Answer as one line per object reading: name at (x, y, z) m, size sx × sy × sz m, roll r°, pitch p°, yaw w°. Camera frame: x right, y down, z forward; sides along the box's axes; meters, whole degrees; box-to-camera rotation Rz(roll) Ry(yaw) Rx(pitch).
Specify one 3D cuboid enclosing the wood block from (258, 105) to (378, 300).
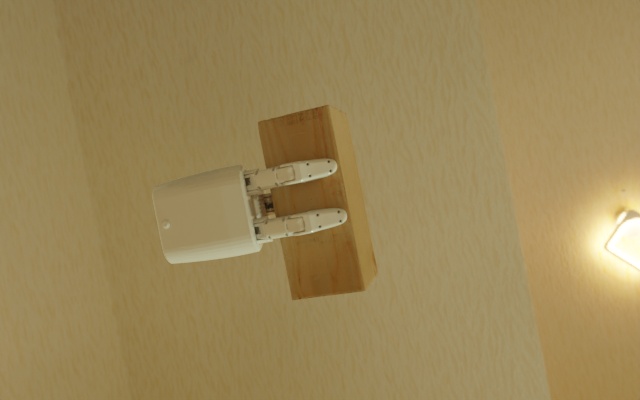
wood block at (0.000, 0.002, 0.570) m, size 0.090 × 0.206 × 0.091 m, roll -11°, pitch 1°, yaw 16°
